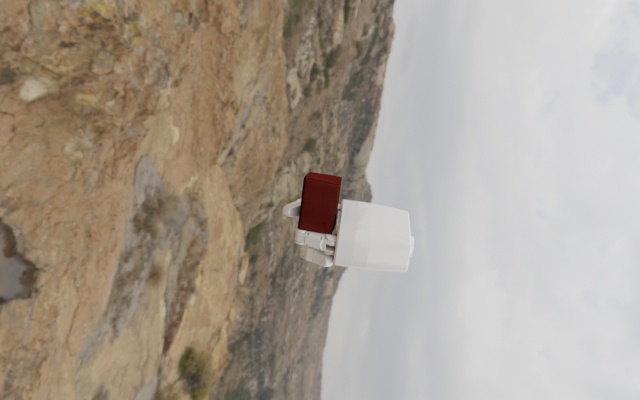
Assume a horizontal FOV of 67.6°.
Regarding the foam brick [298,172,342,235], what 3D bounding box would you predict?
[{"bbox_3d":[0.000,0.002,0.702,0.051,0.078,0.053,9,16,7],"label":"foam brick"}]
